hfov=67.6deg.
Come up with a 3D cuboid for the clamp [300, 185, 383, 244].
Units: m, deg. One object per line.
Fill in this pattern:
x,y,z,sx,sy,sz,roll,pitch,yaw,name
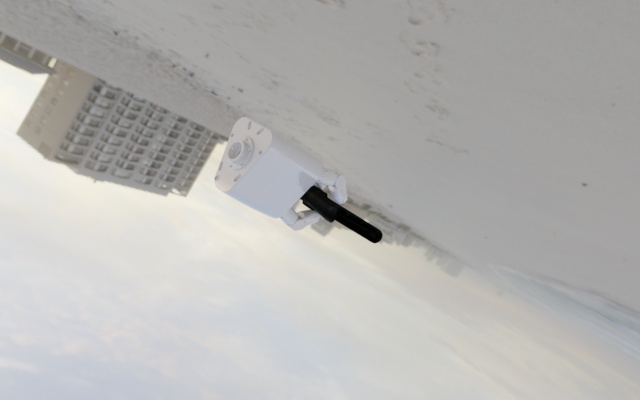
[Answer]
-0.001,0.003,0.778,0.210,0.036,0.165,34,2,42,clamp
